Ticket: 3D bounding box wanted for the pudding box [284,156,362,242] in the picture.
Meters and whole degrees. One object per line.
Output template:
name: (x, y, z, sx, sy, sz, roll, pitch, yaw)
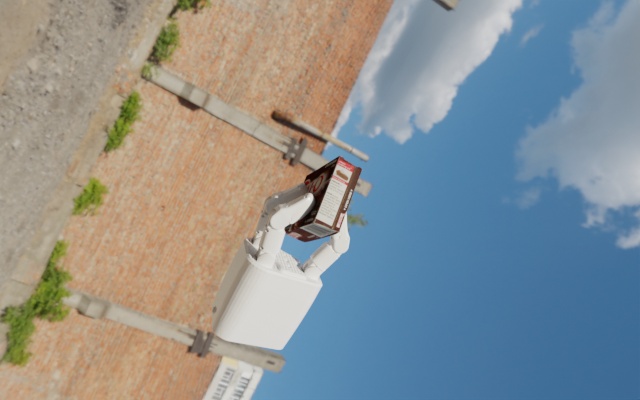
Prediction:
pudding box: (0.000, 0.002, 0.604, 0.039, 0.090, 0.113, 27, -19, -19)
